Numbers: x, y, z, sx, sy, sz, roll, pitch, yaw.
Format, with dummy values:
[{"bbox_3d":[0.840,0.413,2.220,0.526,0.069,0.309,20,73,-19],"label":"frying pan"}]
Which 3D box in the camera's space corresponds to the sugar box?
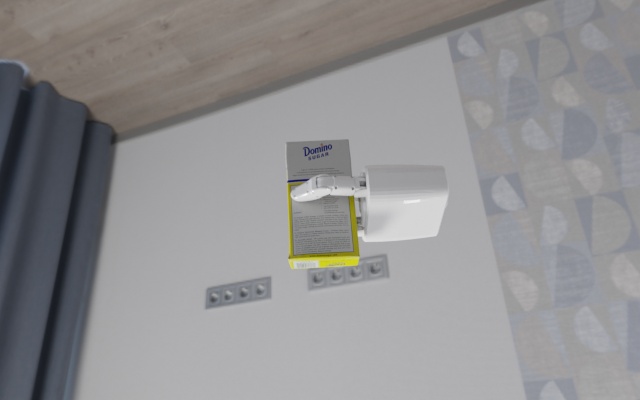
[{"bbox_3d":[0.000,0.002,0.659,0.093,0.176,0.048,-2,-26,-1],"label":"sugar box"}]
